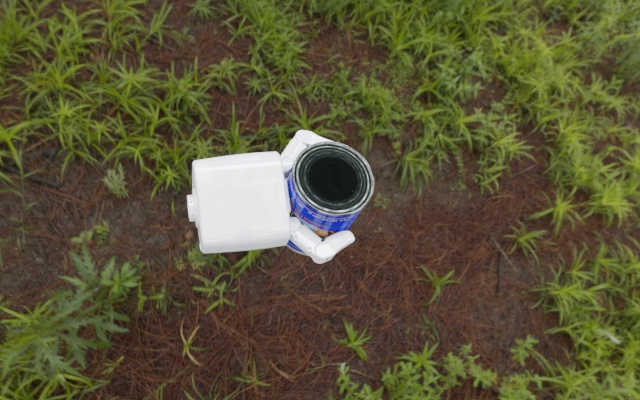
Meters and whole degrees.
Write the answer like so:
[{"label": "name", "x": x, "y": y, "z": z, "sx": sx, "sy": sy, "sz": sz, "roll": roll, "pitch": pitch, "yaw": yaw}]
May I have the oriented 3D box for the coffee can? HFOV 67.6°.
[{"label": "coffee can", "x": 0.000, "y": 0.002, "z": 0.634, "sx": 0.103, "sy": 0.102, "sz": 0.140, "roll": 0, "pitch": -26, "yaw": -15}]
